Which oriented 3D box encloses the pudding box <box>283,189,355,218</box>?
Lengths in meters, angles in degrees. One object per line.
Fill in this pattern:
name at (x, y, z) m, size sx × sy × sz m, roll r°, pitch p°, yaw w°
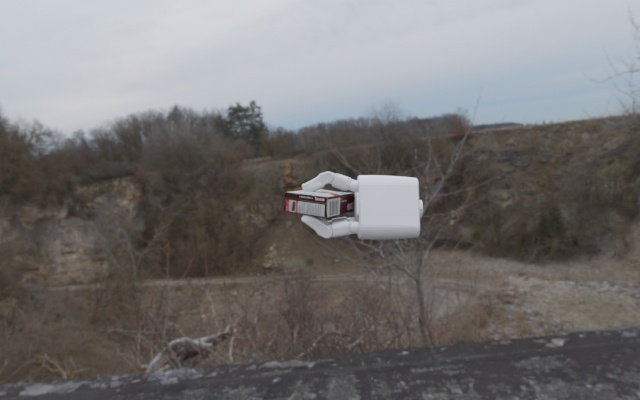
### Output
pudding box at (0.000, 0.003, 0.865) m, size 0.090 × 0.039 × 0.113 m, roll 7°, pitch 6°, yaw 29°
